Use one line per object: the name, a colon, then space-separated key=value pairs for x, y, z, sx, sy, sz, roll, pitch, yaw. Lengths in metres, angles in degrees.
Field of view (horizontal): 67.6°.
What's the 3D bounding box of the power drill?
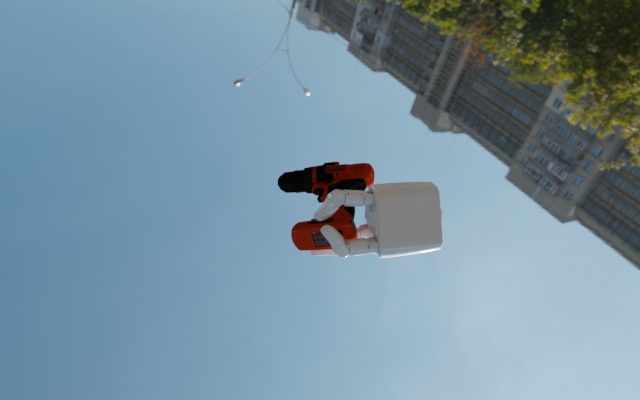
power drill: x=0.000 y=0.003 z=0.839 sx=0.184 sy=0.057 sz=0.187 roll=-6 pitch=41 yaw=14
